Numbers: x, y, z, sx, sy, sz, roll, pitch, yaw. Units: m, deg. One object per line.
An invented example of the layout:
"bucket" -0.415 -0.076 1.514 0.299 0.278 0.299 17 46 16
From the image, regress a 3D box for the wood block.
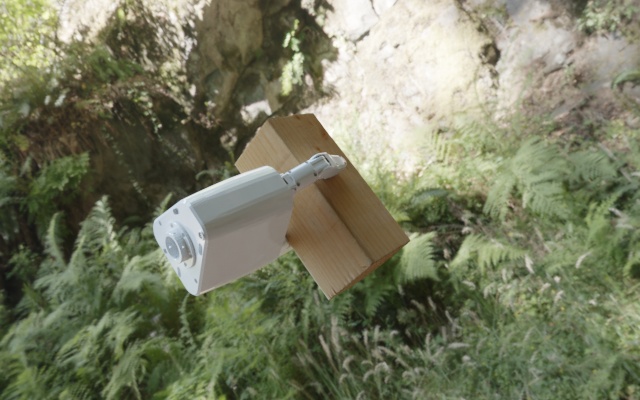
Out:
"wood block" 0.000 0.002 0.585 0.090 0.206 0.091 -20 -21 -50
